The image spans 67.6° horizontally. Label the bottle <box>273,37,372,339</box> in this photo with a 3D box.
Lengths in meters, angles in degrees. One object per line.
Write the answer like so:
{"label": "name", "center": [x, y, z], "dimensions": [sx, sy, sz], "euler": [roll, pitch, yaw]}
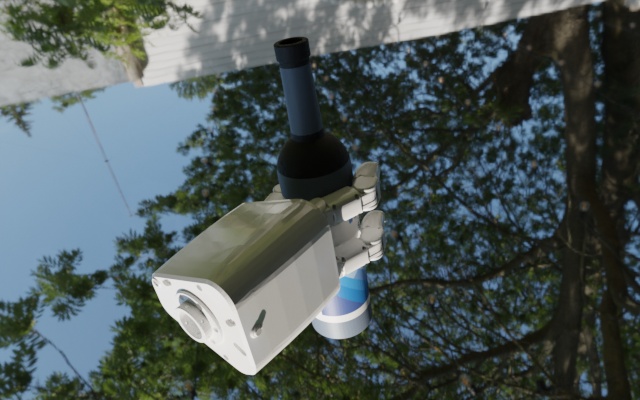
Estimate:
{"label": "bottle", "center": [0.000, 0.002, 0.443], "dimensions": [0.069, 0.296, 0.069], "euler": [-8, 31, 5]}
